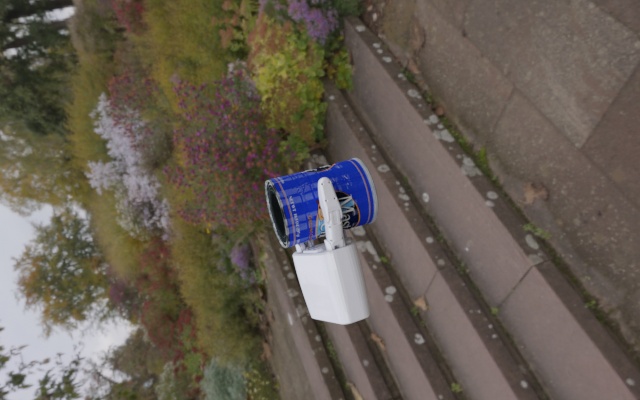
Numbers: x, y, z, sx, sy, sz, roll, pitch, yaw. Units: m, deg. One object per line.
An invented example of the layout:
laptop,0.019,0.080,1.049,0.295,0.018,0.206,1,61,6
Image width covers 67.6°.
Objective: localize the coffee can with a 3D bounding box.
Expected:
coffee can,0.000,0.002,0.707,0.140,0.103,0.103,-15,4,-16
